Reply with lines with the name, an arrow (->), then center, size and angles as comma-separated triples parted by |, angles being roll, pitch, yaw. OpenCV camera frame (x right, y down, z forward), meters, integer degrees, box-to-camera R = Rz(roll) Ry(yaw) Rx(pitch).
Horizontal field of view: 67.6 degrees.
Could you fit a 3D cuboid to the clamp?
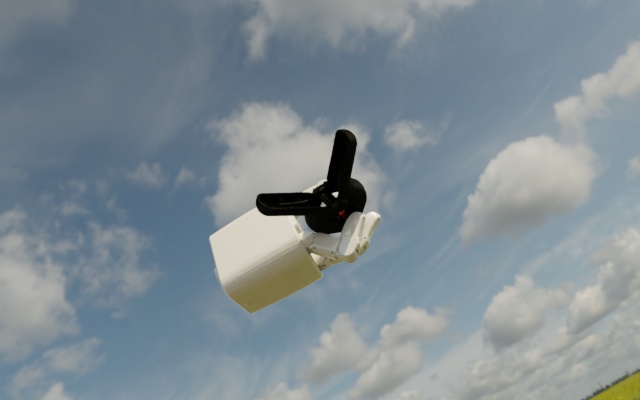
clamp -> 0.000, 0.001, 0.532 | 0.120, 0.039, 0.172 | -29, -32, -2
